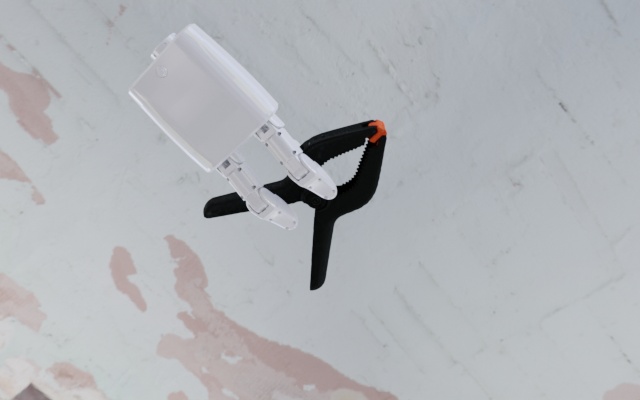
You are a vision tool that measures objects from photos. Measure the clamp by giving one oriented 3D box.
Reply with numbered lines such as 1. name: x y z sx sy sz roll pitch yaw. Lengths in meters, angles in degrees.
1. clamp: 0.000 0.001 0.515 0.210 0.164 0.036 -39 22 19
